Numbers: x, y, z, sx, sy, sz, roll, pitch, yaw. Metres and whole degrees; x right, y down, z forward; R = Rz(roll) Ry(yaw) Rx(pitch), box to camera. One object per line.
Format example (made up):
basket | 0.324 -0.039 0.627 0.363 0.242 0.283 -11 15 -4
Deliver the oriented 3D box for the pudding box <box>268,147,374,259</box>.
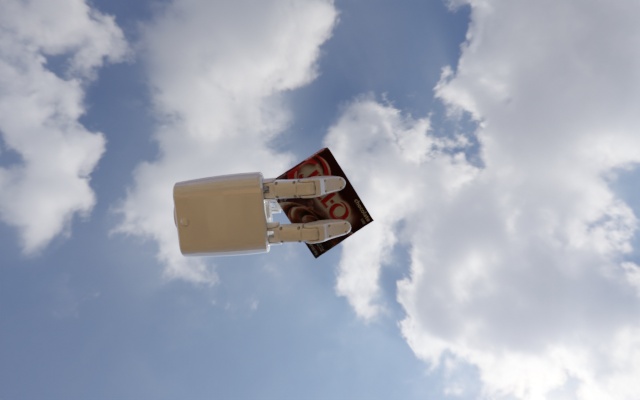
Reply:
pudding box | 0.000 0.002 0.609 0.090 0.113 0.039 -33 10 0
